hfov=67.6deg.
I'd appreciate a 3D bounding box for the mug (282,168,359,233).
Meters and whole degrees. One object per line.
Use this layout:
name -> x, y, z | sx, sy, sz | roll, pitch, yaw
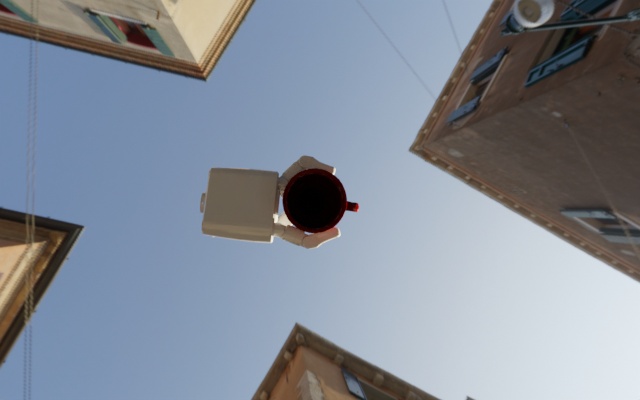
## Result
mug -> 0.002, 0.002, 0.722 | 0.117, 0.093, 0.081 | 6, -1, -5
